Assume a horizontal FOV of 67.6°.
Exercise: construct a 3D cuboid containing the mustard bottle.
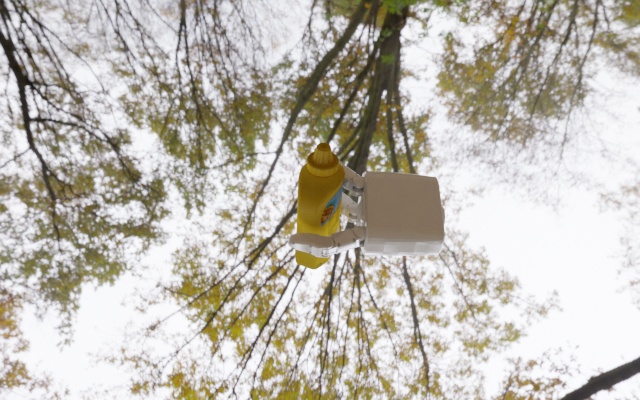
[{"bbox_3d":[0.000,0.002,0.655,0.058,0.192,0.096,20,46,15],"label":"mustard bottle"}]
